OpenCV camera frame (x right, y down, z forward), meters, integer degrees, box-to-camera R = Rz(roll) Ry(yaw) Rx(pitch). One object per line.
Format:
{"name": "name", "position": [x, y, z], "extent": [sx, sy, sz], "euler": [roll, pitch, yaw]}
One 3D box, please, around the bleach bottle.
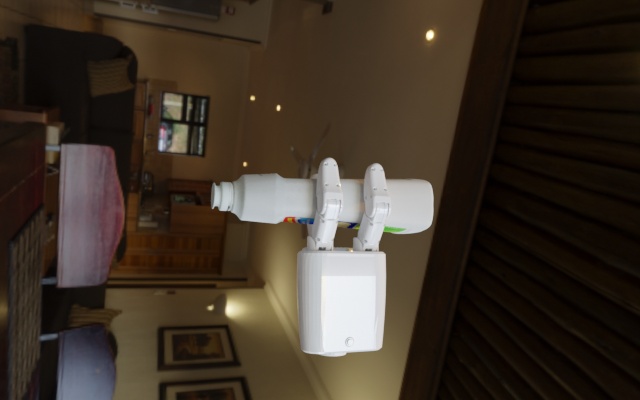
{"name": "bleach bottle", "position": [0.000, 0.002, 0.558], "extent": [0.251, 0.068, 0.102], "euler": [3, -6, -20]}
